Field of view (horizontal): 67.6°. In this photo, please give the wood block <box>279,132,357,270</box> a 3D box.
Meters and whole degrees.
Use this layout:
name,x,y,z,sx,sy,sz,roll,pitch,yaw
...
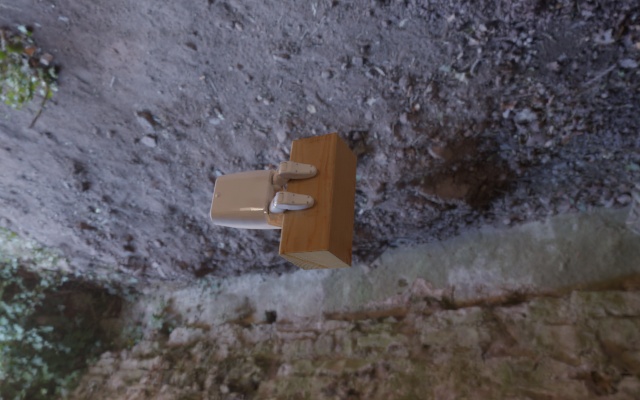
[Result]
name,x,y,z,sx,sy,sz,roll,pitch,yaw
wood block,0.000,0.003,0.799,0.090,0.206,0.091,-7,-27,26
